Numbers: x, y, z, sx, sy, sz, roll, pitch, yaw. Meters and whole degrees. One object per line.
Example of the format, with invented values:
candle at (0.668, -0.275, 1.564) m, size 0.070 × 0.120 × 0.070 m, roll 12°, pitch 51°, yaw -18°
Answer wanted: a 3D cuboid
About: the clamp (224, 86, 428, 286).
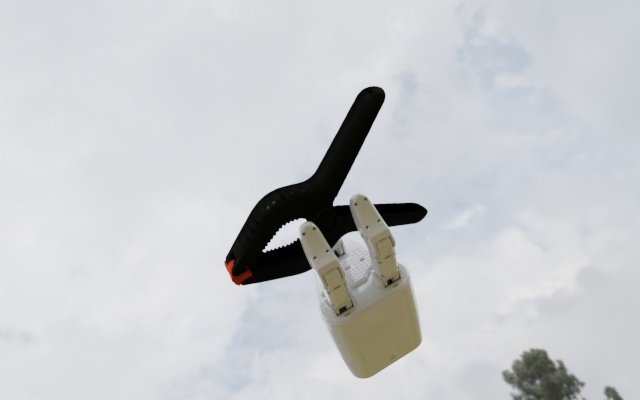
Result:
clamp at (-0.001, 0.002, 0.445) m, size 0.210 × 0.165 × 0.036 m, roll -29°, pitch 36°, yaw -11°
